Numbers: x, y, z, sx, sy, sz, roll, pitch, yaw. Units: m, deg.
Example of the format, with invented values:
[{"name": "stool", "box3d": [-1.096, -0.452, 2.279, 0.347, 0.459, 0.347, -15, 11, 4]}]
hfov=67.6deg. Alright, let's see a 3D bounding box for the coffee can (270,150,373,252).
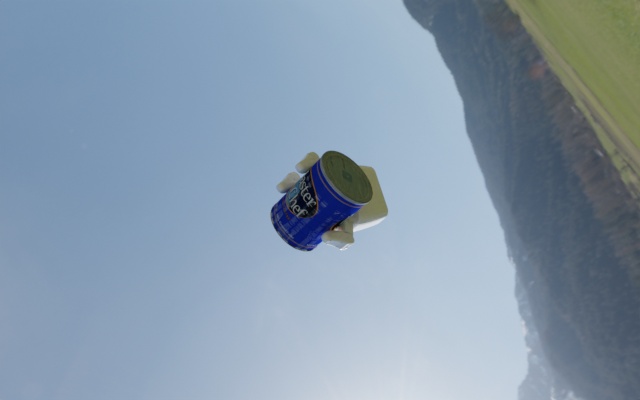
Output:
[{"name": "coffee can", "box3d": [0.000, 0.003, 0.772, 0.103, 0.102, 0.140, 0, -36, -49]}]
